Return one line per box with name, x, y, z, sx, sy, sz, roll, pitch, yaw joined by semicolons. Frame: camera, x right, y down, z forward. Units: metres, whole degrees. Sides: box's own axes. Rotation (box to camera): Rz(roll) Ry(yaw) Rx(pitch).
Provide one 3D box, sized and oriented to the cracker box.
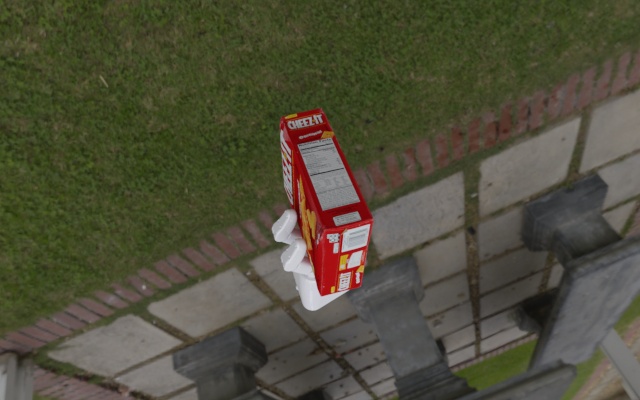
cracker box;0.000;0.002;0.683;0.072;0.213;0.164;-13;-38;-12
